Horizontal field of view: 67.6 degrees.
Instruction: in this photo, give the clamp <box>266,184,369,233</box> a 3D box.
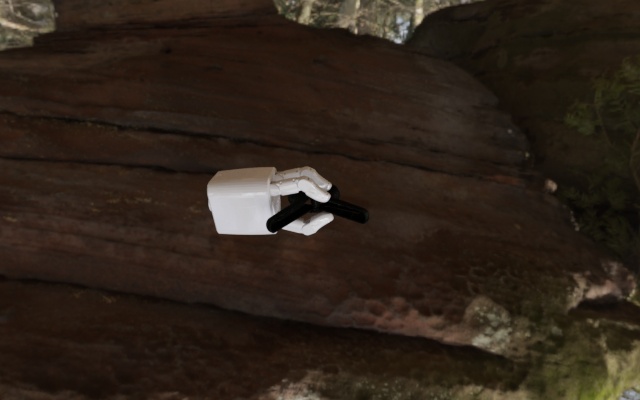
[{"bbox_3d":[0.000,0.003,0.839,0.164,0.036,0.210,-2,20,4],"label":"clamp"}]
